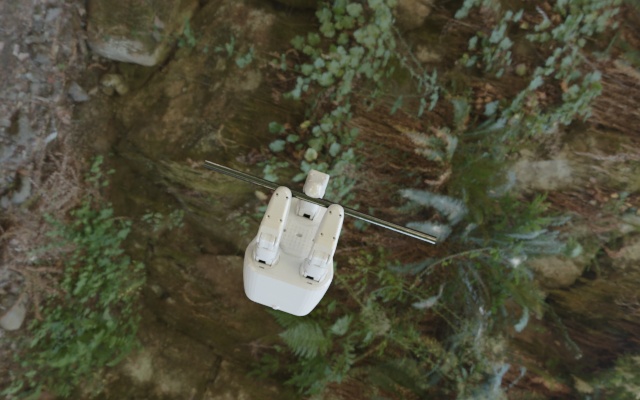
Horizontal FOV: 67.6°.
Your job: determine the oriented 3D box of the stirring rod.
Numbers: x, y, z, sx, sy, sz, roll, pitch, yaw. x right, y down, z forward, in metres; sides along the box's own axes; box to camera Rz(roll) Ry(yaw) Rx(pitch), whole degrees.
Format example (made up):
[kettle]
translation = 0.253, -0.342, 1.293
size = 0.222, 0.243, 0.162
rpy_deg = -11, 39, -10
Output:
[stirring rod]
translation = 0.000, 0.002, 0.474
size = 0.239, 0.011, 0.011
rpy_deg = 19, 0, -1
